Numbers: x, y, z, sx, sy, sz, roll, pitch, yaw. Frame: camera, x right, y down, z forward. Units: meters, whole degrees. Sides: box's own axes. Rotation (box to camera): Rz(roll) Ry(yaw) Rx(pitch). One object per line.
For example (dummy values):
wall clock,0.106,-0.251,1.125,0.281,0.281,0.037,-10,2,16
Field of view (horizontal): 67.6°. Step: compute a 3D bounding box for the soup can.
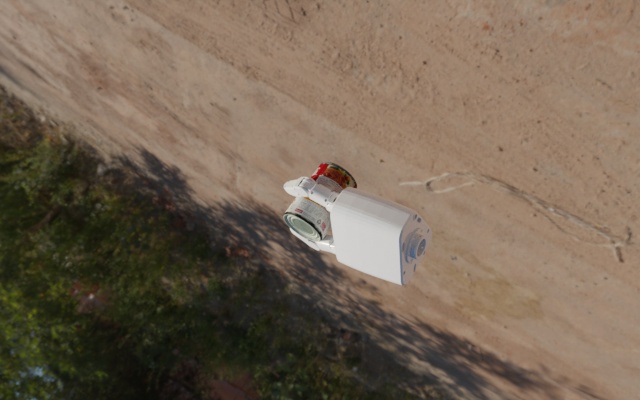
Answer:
soup can,0.000,0.002,0.708,0.068,0.102,0.068,29,-24,14
